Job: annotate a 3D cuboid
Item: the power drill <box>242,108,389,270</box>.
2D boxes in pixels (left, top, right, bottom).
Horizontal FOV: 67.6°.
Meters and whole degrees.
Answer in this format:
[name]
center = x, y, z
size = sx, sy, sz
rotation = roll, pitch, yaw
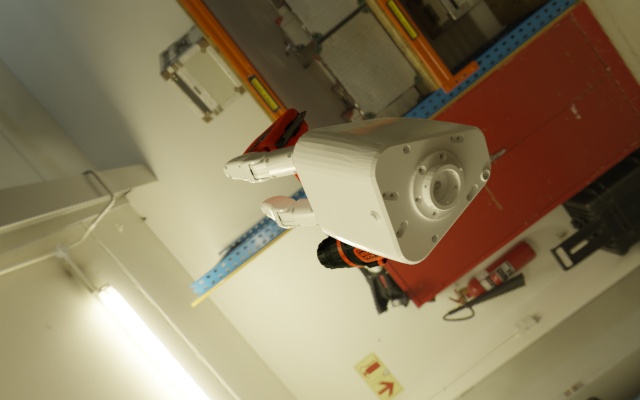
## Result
[power drill]
center = 0.000, 0.001, 0.508
size = 0.188, 0.057, 0.184
rotation = 39, -33, -14
